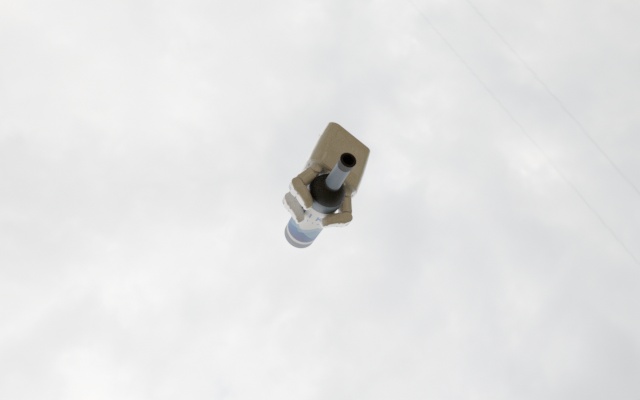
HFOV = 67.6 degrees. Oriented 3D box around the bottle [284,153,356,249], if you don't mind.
[{"bbox_3d":[0.000,0.003,0.872,0.069,0.069,0.296,0,-27,-19],"label":"bottle"}]
